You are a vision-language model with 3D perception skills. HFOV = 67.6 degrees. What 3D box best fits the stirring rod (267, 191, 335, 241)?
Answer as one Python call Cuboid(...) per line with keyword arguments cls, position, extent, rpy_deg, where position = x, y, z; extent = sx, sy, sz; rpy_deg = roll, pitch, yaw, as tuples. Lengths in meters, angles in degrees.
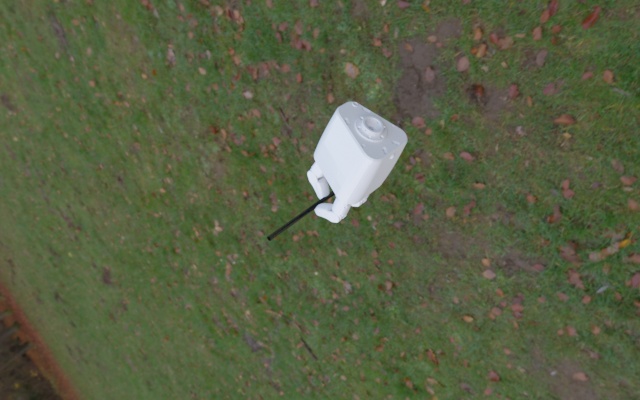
Cuboid(cls="stirring rod", position=(0.000, 0.003, 0.807), extent=(0.239, 0.011, 0.011), rpy_deg=(-35, 22, -36))
